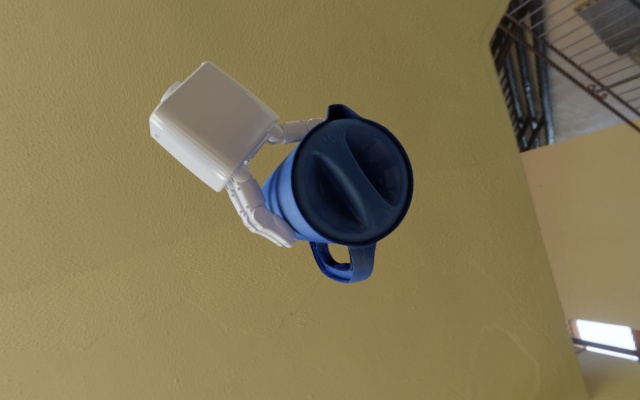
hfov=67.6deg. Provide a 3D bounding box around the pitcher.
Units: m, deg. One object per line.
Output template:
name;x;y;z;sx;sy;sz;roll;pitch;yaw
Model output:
pitcher;0.000;0.002;0.583;0.145;0.149;0.243;37;-16;-11
